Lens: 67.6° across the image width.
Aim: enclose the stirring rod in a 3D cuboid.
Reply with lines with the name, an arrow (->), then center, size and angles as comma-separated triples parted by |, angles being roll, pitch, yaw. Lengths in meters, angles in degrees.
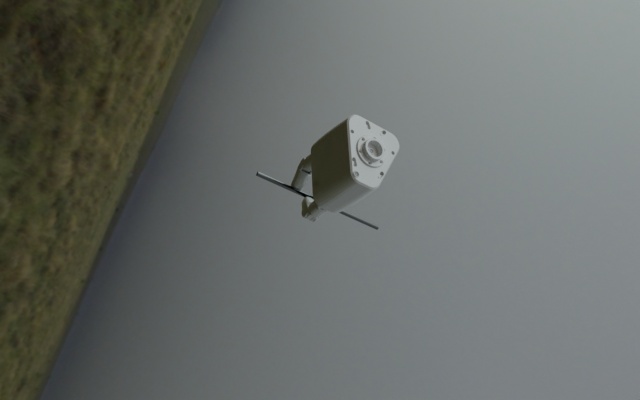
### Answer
stirring rod -> 0.000, 0.003, 0.815 | 0.239, 0.011, 0.011 | 24, -9, -21
